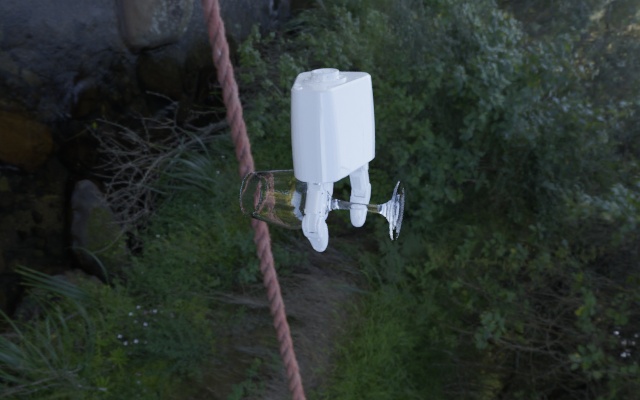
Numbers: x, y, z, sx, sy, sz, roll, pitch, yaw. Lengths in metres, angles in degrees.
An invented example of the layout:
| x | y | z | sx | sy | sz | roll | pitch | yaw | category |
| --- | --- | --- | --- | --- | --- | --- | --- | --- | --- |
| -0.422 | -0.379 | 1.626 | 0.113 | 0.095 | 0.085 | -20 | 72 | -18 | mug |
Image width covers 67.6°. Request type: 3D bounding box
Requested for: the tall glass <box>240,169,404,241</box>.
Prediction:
| x | y | z | sx | sy | sz | roll | pitch | yaw | category |
| --- | --- | --- | --- | --- | --- | --- | --- | --- | --- |
| 0.001 | 0.002 | 0.608 | 0.201 | 0.079 | 0.079 | 6 | 2 | 19 | tall glass |
